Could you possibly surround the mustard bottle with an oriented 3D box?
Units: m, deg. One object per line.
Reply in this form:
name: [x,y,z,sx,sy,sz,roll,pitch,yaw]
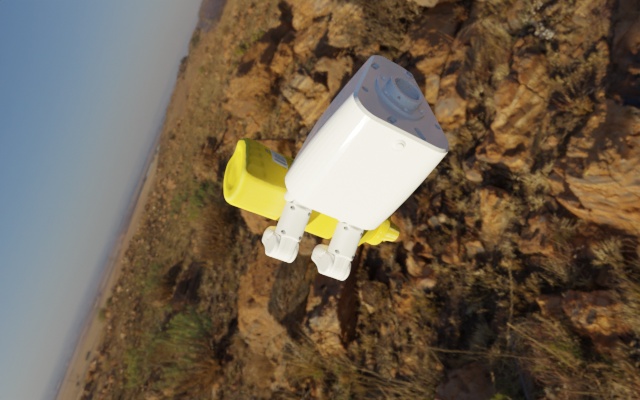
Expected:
mustard bottle: [0.000,0.002,0.487,0.192,0.058,0.096,22,18,-21]
